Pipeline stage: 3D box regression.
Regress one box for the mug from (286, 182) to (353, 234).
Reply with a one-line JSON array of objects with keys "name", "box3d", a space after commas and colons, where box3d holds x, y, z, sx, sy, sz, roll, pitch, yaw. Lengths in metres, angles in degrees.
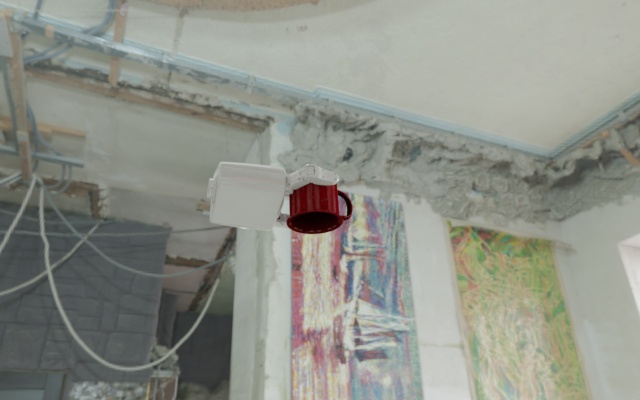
[{"name": "mug", "box3d": [0.001, 0.003, 0.800, 0.117, 0.081, 0.093, 7, -29, -19]}]
